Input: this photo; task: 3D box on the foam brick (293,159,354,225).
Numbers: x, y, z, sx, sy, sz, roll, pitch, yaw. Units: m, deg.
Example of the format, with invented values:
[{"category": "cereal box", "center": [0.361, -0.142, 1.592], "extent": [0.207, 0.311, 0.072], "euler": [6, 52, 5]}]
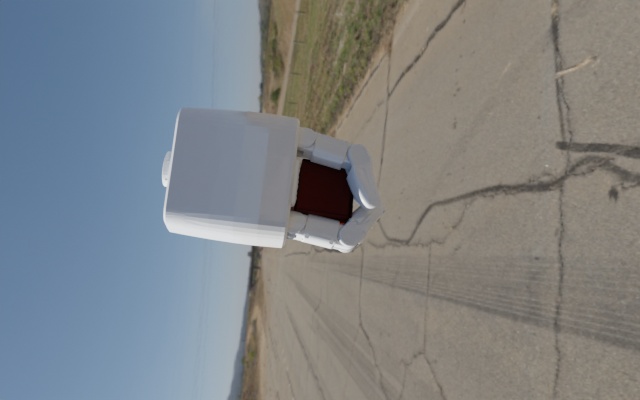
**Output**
[{"category": "foam brick", "center": [0.000, 0.002, 0.466], "extent": [0.051, 0.053, 0.078], "euler": [8, -23, -6]}]
